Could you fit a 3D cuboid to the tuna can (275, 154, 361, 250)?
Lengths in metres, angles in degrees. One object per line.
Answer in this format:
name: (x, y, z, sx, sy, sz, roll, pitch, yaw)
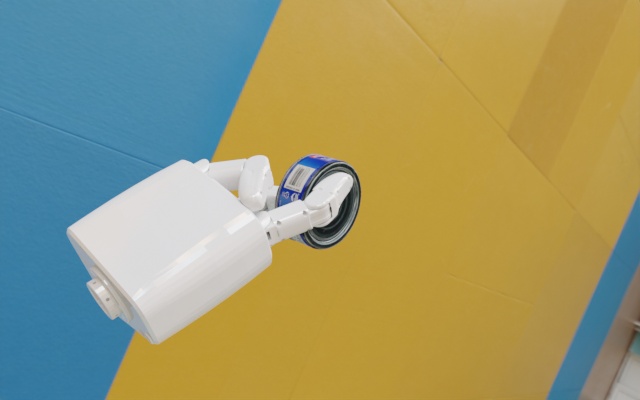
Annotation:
tuna can: (0.001, 0.002, 0.445, 0.033, 0.086, 0.086, 18, 12, 39)
